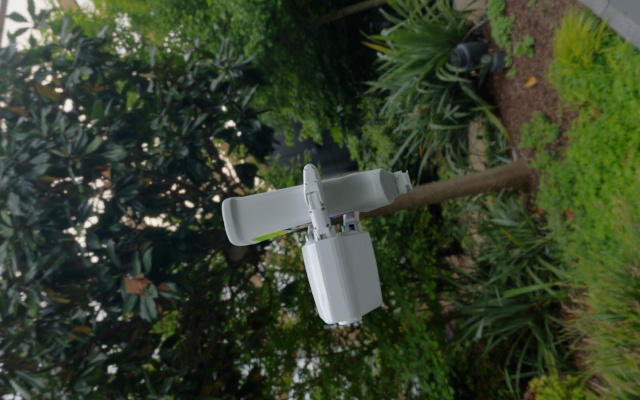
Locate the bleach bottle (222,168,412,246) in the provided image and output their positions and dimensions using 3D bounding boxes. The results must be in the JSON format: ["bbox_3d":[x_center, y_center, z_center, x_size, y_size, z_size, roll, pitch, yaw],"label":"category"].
[{"bbox_3d":[0.000,0.002,0.661,0.251,0.068,0.102,-14,-6,10],"label":"bleach bottle"}]
